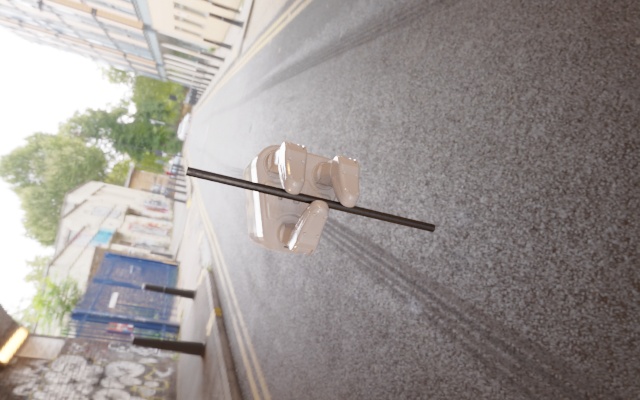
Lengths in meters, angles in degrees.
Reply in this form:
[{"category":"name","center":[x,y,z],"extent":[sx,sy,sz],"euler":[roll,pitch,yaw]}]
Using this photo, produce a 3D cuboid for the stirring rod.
[{"category":"stirring rod","center":[0.000,0.002,0.435],"extent":[0.239,0.011,0.011],"euler":[13,-4,-18]}]
